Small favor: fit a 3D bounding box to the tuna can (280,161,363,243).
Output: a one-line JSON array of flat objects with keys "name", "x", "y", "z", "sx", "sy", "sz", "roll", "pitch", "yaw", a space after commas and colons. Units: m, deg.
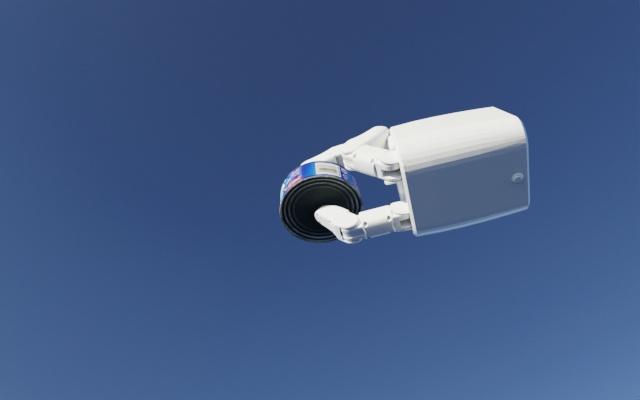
[{"name": "tuna can", "x": 0.000, "y": 0.001, "z": 0.502, "sx": 0.086, "sy": 0.086, "sz": 0.033, "roll": 0, "pitch": 36, "yaw": -4}]
